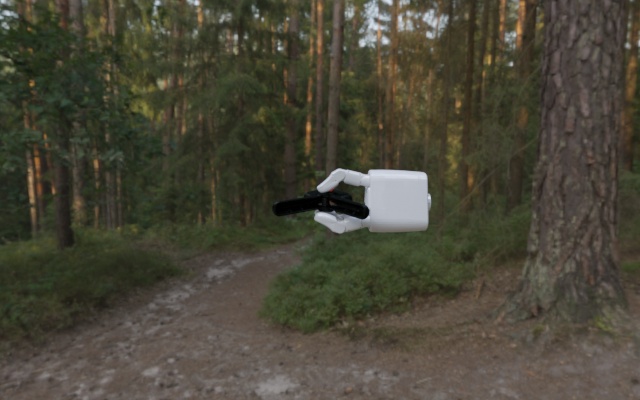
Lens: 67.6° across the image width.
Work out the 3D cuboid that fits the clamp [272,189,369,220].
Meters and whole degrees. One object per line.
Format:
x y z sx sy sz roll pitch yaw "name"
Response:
0.000 0.002 0.890 0.164 0.036 0.210 2 9 0 "clamp"
